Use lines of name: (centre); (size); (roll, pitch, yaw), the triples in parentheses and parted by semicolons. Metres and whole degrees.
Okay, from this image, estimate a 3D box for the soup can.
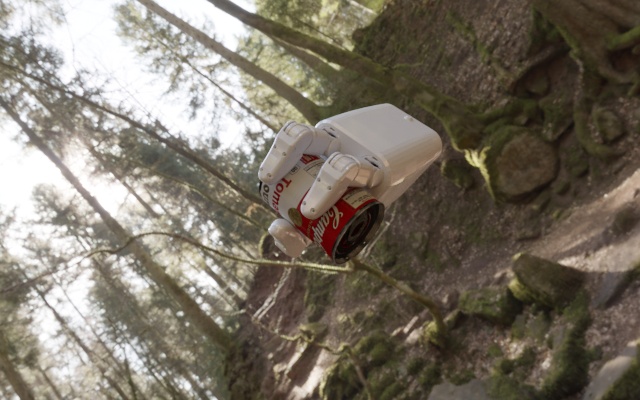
soup can: (-0.001, 0.002, 0.446); (0.102, 0.068, 0.068); (38, 19, 25)
